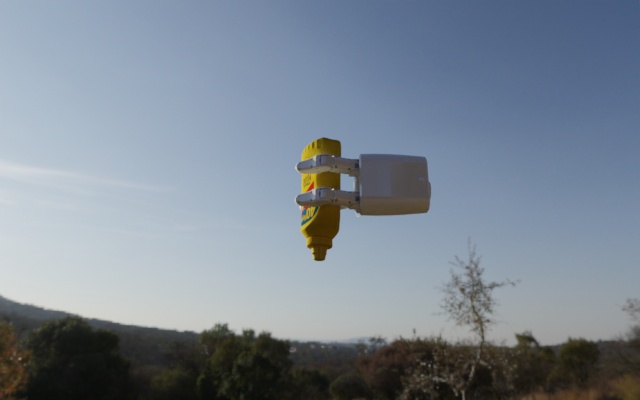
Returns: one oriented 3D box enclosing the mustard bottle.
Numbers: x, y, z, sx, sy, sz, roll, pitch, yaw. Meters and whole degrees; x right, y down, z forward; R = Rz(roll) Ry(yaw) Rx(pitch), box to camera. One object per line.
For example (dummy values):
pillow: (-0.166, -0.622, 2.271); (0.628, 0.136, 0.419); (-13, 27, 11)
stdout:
mustard bottle: (0.000, 0.002, 0.770); (0.058, 0.191, 0.096); (10, -22, -23)
